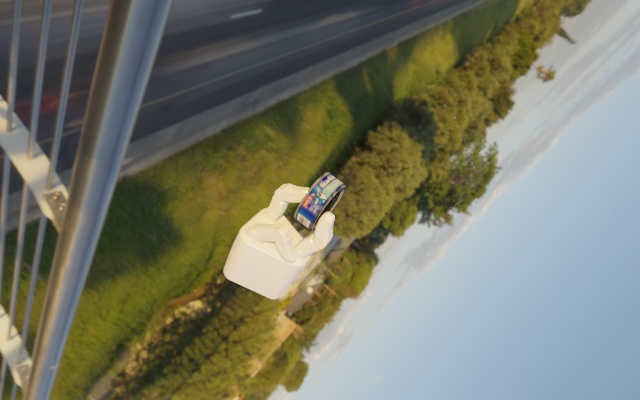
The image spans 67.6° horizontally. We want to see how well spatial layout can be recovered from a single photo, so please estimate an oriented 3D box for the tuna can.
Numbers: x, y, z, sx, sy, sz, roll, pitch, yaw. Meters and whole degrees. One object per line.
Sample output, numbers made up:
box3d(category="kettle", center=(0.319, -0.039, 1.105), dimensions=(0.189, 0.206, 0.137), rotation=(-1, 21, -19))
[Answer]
box3d(category="tuna can", center=(0.001, 0.003, 0.707), dimensions=(0.033, 0.086, 0.086), rotation=(37, 7, 10))
